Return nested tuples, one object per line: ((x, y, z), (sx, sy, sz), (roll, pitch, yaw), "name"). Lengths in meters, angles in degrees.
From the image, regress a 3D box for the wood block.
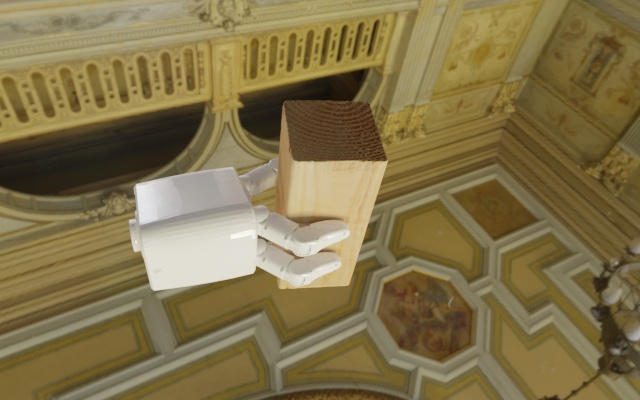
((0.000, 0.002, 0.522), (0.090, 0.090, 0.206), (-1, -41, -11), "wood block")
